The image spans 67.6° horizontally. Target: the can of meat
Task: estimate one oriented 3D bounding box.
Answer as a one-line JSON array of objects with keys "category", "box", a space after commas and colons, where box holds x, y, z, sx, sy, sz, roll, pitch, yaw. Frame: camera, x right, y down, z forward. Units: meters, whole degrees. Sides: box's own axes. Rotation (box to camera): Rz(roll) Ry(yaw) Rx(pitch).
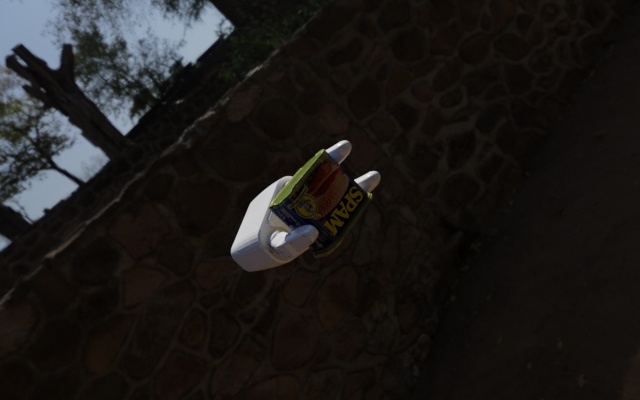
[{"category": "can of meat", "box": [0.000, 0.002, 0.570, 0.102, 0.084, 0.057, -52, 13, -29]}]
